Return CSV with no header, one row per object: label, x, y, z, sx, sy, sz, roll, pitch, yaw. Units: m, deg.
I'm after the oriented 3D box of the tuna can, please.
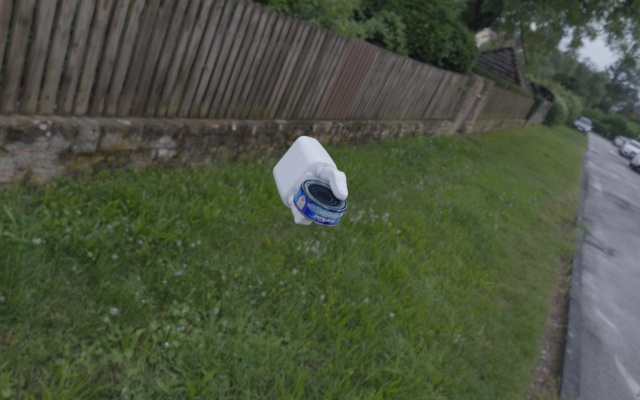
tuna can,0.000,0.002,0.785,0.086,0.034,0.086,24,27,-13
